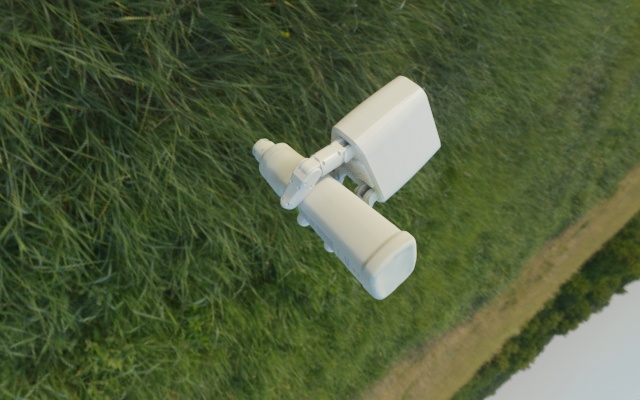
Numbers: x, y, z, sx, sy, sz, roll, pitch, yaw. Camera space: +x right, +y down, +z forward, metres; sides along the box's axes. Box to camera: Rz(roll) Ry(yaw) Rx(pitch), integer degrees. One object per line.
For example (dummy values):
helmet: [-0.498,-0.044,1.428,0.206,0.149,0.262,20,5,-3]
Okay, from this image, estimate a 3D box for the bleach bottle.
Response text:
bleach bottle: [0.000,0.002,0.565,0.250,0.068,0.103,43,-13,28]
